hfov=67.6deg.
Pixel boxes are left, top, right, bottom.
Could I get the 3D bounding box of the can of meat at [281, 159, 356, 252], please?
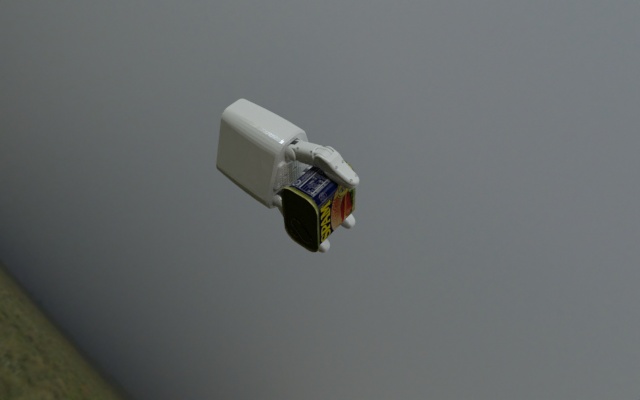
[{"bbox_3d":[0.000,0.002,0.609,0.057,0.102,0.084,30,55,25],"label":"can of meat"}]
